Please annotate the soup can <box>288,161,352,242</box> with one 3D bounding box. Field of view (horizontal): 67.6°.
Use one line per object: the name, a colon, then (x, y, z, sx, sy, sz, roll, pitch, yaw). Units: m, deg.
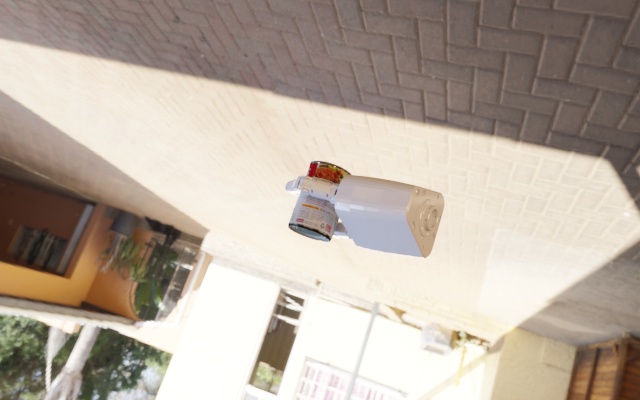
soup can: (0.000, 0.002, 0.696, 0.068, 0.102, 0.068, 18, -14, 5)
